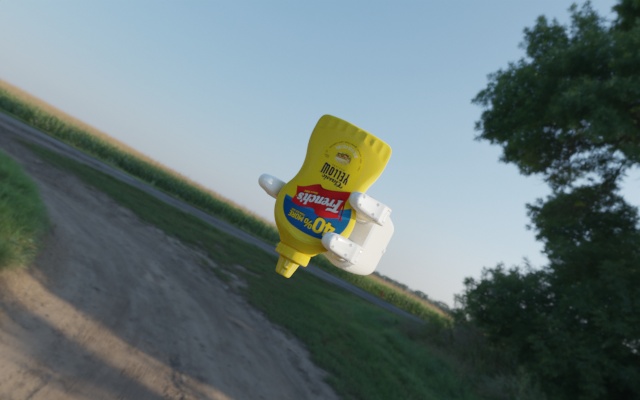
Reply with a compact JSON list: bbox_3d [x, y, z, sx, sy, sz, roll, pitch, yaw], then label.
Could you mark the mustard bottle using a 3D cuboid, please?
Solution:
[{"bbox_3d":[0.000,0.002,0.563,0.096,0.191,0.058,28,-5,0],"label":"mustard bottle"}]
